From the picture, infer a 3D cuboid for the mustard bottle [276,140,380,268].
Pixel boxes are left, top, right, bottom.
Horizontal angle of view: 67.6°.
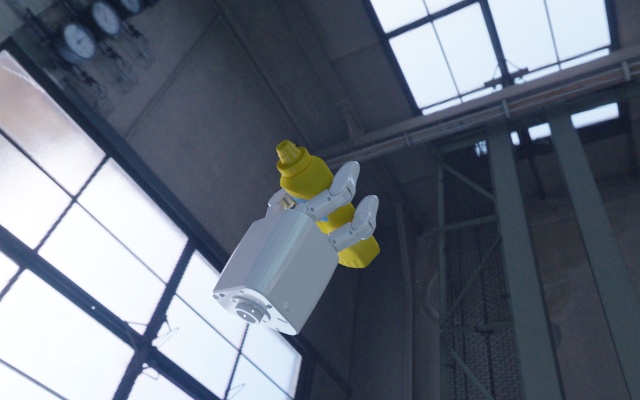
[{"bbox_3d":[0.000,0.002,0.606,0.058,0.192,0.096,-44,35,-14],"label":"mustard bottle"}]
